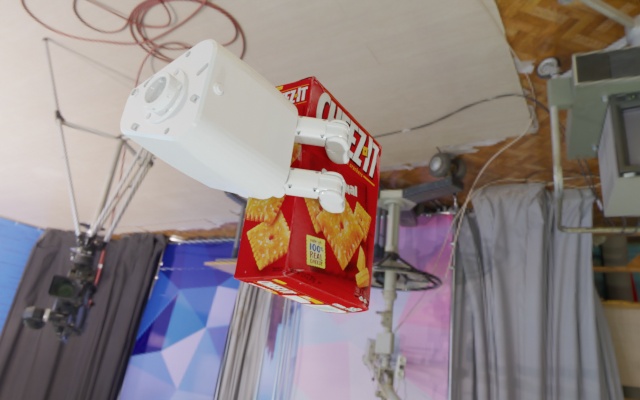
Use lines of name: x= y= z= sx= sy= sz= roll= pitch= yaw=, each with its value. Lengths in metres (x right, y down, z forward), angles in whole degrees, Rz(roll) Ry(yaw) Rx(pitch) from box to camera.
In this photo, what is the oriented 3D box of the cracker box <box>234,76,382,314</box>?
cracker box: x=0.000 y=0.002 z=0.523 sx=0.072 sy=0.213 sz=0.164 roll=-7 pitch=-26 yaw=32
